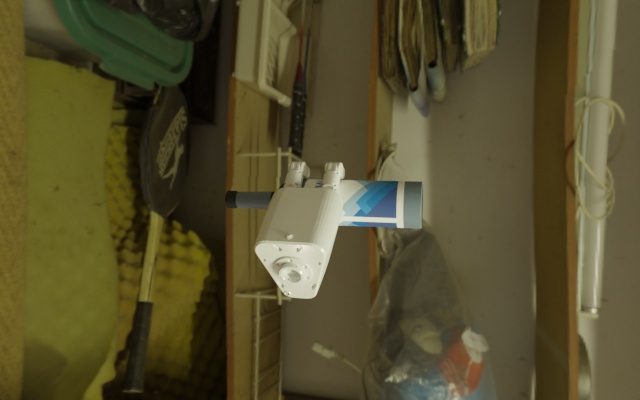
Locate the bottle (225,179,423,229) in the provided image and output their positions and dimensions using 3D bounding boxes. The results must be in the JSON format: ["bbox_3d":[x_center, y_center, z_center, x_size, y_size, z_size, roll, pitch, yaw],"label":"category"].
[{"bbox_3d":[0.000,0.002,0.706,0.296,0.069,0.069,2,0,13],"label":"bottle"}]
